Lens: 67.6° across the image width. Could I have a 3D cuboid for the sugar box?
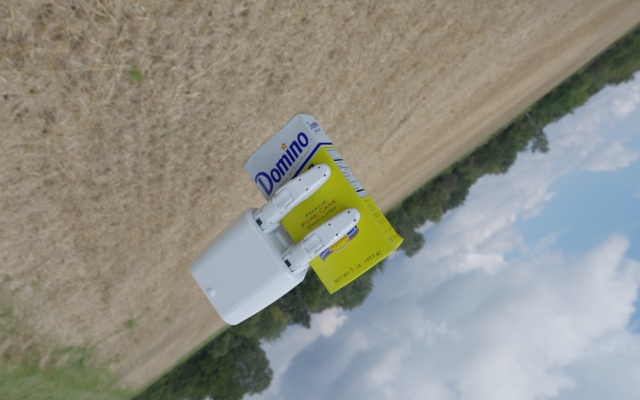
[{"bbox_3d":[0.000,0.002,0.521,0.093,0.176,0.048,-39,-6,21],"label":"sugar box"}]
